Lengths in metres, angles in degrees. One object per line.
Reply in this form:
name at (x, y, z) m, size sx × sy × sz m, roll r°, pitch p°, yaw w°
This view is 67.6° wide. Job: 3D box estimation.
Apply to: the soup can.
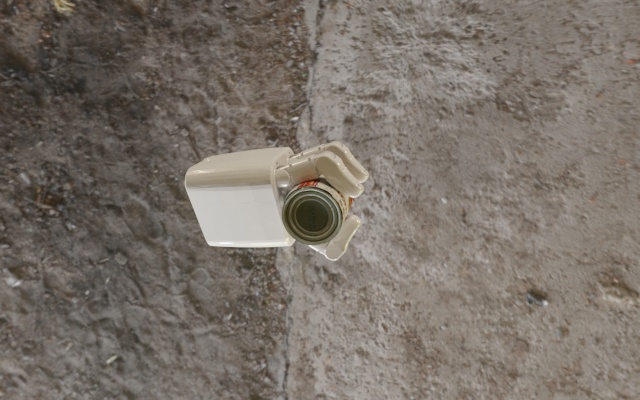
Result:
soup can at (0.001, 0.002, 0.544) m, size 0.068 × 0.068 × 0.102 m, roll 0°, pitch 18°, yaw 12°
